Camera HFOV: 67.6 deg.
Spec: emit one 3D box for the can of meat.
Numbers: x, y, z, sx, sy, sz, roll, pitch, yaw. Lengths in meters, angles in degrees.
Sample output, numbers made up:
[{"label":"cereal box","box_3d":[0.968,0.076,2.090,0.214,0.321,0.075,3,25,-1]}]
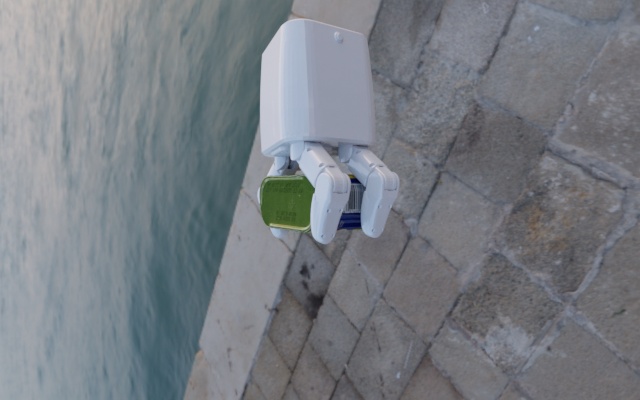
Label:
[{"label":"can of meat","box_3d":[0.000,0.002,0.465,0.084,0.057,0.102,0,1,-37]}]
